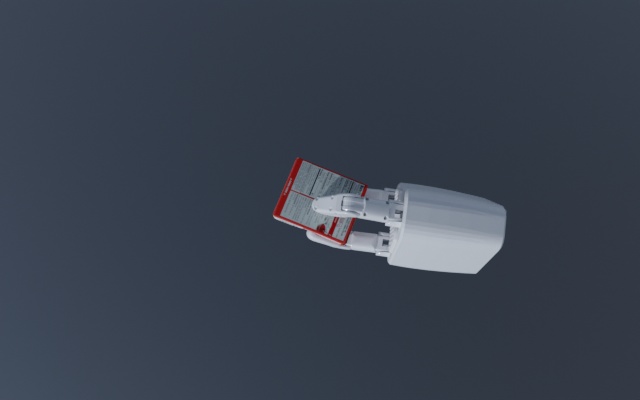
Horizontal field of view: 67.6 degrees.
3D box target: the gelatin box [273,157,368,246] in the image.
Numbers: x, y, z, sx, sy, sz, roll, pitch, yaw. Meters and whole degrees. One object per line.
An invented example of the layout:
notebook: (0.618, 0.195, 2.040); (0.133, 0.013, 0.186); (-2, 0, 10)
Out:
gelatin box: (0.000, 0.002, 0.544); (0.089, 0.073, 0.030); (22, -9, 0)
